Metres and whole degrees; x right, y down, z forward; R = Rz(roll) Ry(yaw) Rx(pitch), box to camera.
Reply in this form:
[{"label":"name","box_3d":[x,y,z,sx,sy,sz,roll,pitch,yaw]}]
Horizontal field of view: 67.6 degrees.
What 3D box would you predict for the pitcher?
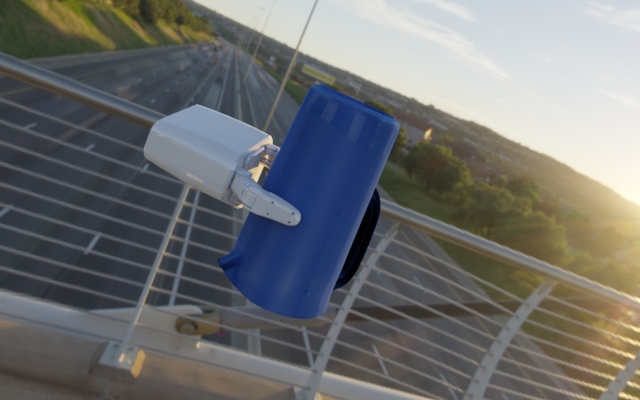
[{"label":"pitcher","box_3d":[0.000,0.002,0.550,0.145,0.243,0.149,26,13,8]}]
